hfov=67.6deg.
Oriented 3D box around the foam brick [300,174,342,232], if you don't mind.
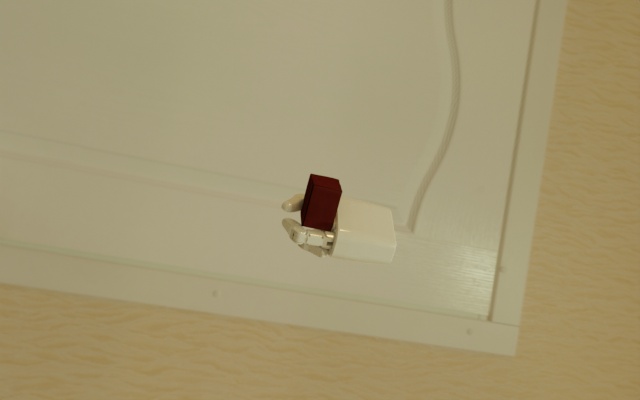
[{"bbox_3d":[0.000,0.002,0.793,0.051,0.078,0.053,11,24,-10],"label":"foam brick"}]
